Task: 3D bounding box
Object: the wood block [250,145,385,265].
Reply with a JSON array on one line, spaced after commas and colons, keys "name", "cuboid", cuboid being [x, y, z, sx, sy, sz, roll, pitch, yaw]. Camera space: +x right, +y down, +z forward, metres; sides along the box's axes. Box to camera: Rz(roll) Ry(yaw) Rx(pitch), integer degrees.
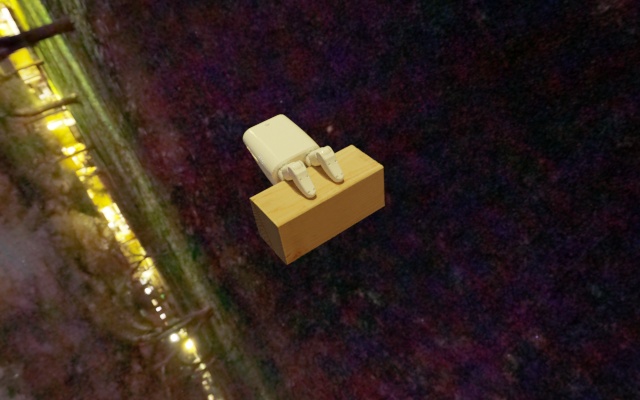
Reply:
[{"name": "wood block", "cuboid": [0.000, 0.003, 0.795, 0.206, 0.091, 0.090, -29, 46, -22]}]
